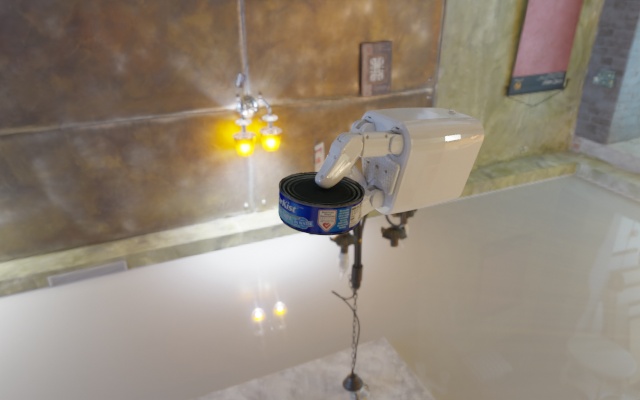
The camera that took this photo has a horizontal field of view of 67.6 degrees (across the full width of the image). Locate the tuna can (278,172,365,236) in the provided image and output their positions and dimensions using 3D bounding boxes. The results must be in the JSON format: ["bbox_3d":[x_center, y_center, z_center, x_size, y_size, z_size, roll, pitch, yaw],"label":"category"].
[{"bbox_3d":[0.000,0.002,0.478,0.086,0.034,0.086,4,24,-2],"label":"tuna can"}]
